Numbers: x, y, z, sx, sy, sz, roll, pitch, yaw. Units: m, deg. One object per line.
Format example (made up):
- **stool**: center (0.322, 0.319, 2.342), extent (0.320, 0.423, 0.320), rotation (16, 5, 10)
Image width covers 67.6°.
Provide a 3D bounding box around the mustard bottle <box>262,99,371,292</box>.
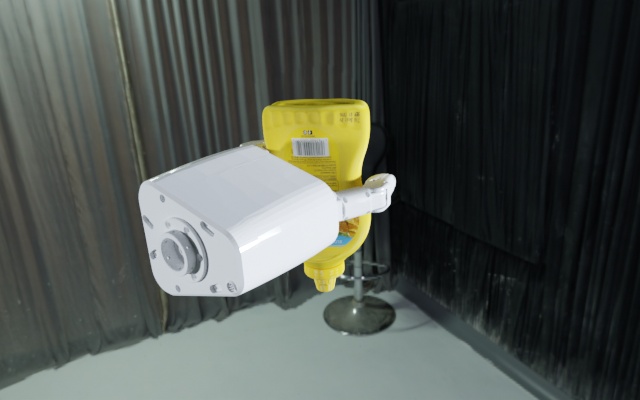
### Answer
- **mustard bottle**: center (0.000, 0.001, 0.462), extent (0.096, 0.192, 0.058), rotation (2, 20, 13)
